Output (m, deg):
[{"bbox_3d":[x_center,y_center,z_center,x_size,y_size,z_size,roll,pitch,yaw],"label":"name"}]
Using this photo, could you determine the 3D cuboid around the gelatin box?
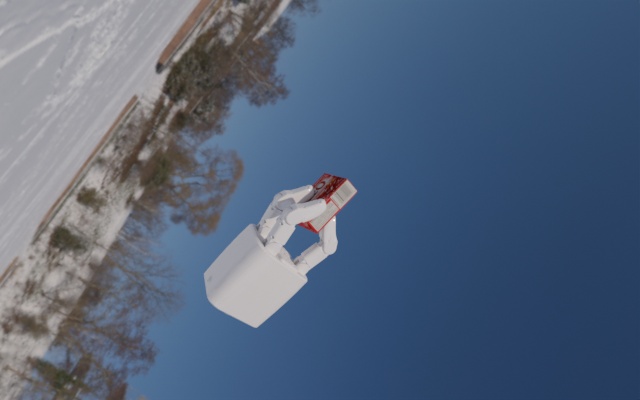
[{"bbox_3d":[0.001,0.002,0.701,0.030,0.089,0.073,50,-13,-24],"label":"gelatin box"}]
